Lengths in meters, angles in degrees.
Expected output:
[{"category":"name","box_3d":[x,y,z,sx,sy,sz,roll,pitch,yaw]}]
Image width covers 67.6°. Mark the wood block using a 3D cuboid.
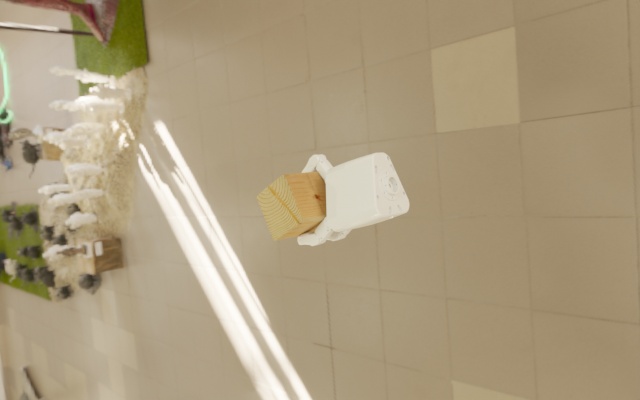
[{"category":"wood block","box_3d":[0.000,0.002,0.883,0.206,0.090,0.090,-8,-20,-46]}]
